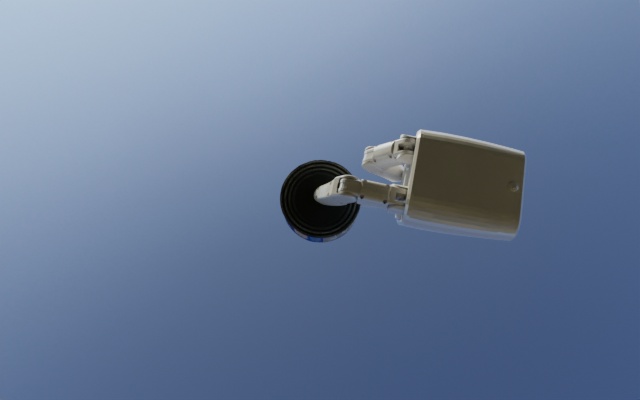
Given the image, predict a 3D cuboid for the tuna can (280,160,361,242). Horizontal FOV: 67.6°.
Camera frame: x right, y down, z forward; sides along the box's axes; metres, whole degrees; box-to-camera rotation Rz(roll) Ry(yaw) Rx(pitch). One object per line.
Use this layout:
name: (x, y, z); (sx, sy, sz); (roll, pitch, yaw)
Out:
tuna can: (0.000, 0.002, 0.518); (0.086, 0.086, 0.034); (0, -16, 0)
